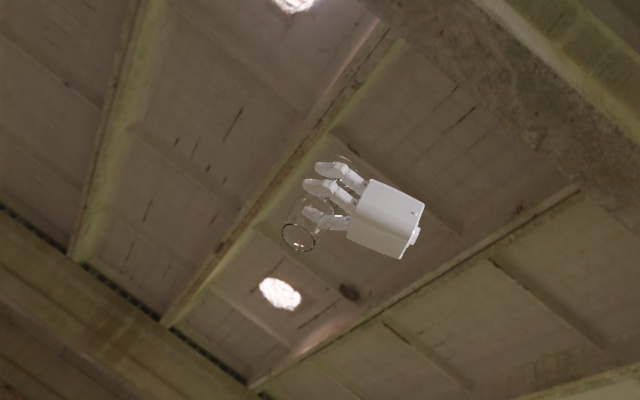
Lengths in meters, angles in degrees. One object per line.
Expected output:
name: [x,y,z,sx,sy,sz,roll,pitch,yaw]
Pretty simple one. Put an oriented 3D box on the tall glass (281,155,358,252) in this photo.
tall glass: [0.000,0.002,0.863,0.079,0.079,0.201,0,37,29]
